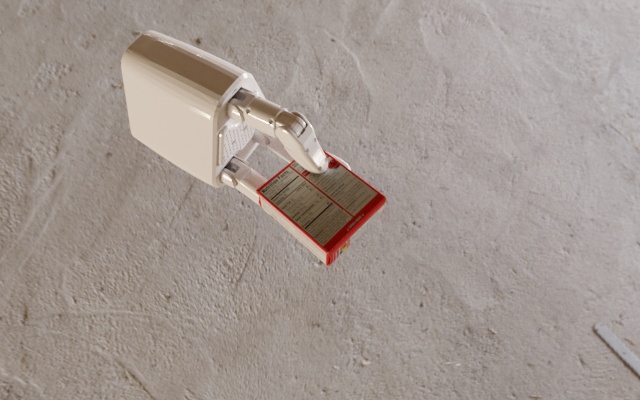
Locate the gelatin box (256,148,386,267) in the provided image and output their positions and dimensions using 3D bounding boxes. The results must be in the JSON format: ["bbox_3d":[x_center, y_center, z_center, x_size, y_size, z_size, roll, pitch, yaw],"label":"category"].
[{"bbox_3d":[0.000,0.001,0.417,0.089,0.073,0.030,39,-23,21],"label":"gelatin box"}]
